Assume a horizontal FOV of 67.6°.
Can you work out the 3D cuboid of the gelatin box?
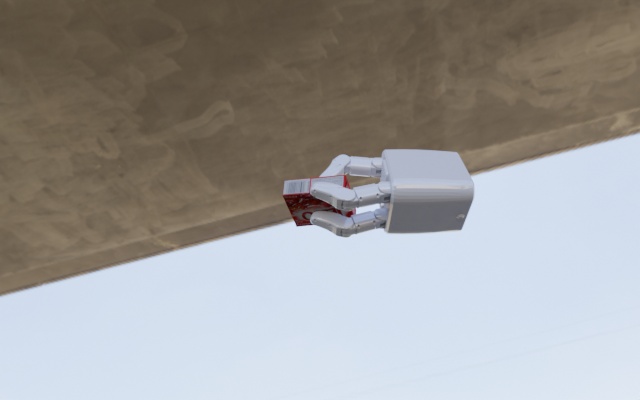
[{"bbox_3d":[0.000,0.002,0.658,0.089,0.030,0.073,-5,-40,13],"label":"gelatin box"}]
